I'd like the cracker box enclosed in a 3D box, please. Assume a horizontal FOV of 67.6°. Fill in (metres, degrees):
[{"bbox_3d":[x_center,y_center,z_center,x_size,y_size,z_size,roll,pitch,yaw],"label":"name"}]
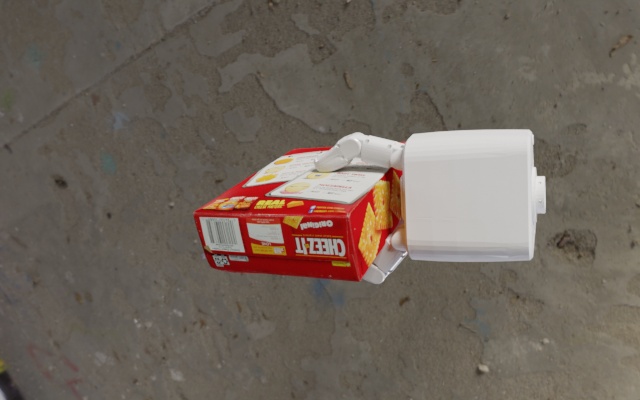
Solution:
[{"bbox_3d":[0.000,0.002,0.509,0.164,0.072,0.213,0,22,26],"label":"cracker box"}]
